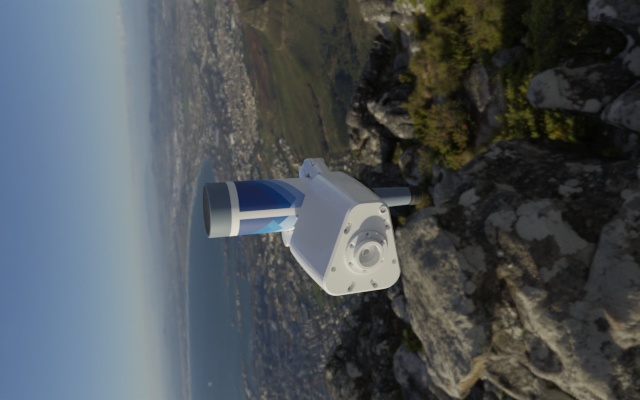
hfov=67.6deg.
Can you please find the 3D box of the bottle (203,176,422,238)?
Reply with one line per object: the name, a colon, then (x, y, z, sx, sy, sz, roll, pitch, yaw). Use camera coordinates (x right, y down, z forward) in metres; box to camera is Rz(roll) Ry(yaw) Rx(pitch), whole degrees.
bottle: (0.000, 0.002, 0.626, 0.296, 0.069, 0.069, -4, 1, -21)
